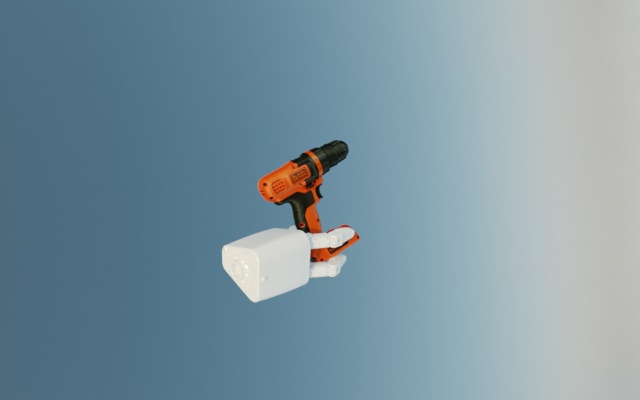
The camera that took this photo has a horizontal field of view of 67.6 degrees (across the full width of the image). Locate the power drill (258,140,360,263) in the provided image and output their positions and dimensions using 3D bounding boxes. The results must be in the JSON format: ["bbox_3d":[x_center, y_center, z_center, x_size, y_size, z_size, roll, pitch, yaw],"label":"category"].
[{"bbox_3d":[0.000,0.003,0.858,0.184,0.188,0.057,-30,15,-21],"label":"power drill"}]
